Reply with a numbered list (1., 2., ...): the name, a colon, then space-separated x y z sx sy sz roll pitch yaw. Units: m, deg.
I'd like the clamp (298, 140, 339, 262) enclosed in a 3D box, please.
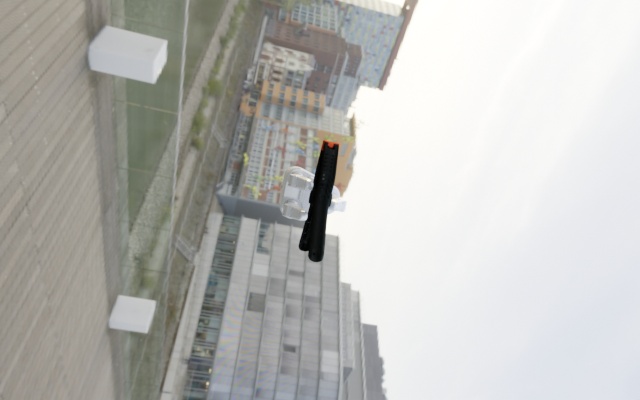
1. clamp: 0.001 0.002 0.816 0.036 0.210 0.164 11 6 -10
